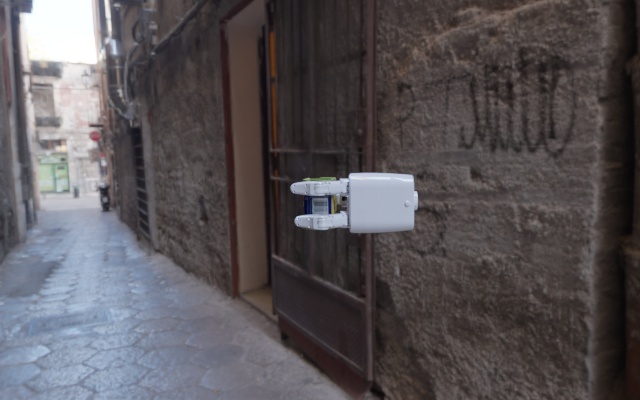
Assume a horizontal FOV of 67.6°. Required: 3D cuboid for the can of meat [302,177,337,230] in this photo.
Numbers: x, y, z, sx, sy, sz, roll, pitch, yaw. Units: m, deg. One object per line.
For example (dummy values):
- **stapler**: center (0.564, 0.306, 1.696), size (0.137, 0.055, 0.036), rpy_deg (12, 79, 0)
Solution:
- **can of meat**: center (0.000, 0.002, 0.838), size (0.057, 0.084, 0.102), rpy_deg (0, 5, 6)
